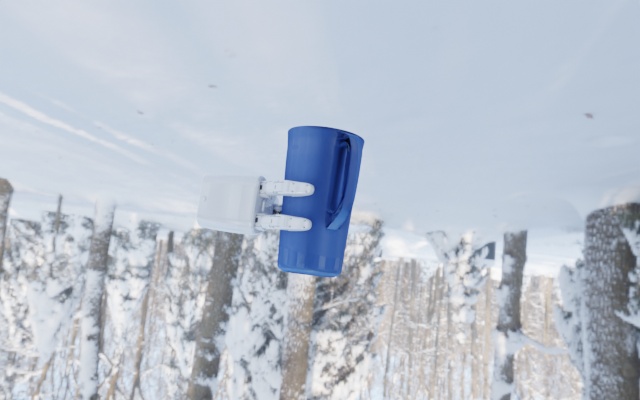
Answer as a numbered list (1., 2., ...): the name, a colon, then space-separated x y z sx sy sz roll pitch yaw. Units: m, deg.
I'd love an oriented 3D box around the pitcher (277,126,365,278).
1. pitcher: 0.000 0.003 0.797 0.145 0.243 0.149 5 -7 15
